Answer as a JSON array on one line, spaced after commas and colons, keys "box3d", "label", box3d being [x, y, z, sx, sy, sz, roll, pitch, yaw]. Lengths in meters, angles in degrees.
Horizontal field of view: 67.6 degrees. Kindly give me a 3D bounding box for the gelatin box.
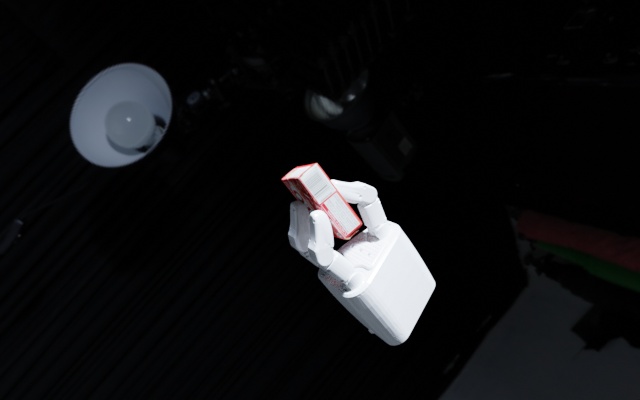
[{"box3d": [0.000, 0.001, 0.544, 0.030, 0.089, 0.073, -40, 13, -14], "label": "gelatin box"}]
